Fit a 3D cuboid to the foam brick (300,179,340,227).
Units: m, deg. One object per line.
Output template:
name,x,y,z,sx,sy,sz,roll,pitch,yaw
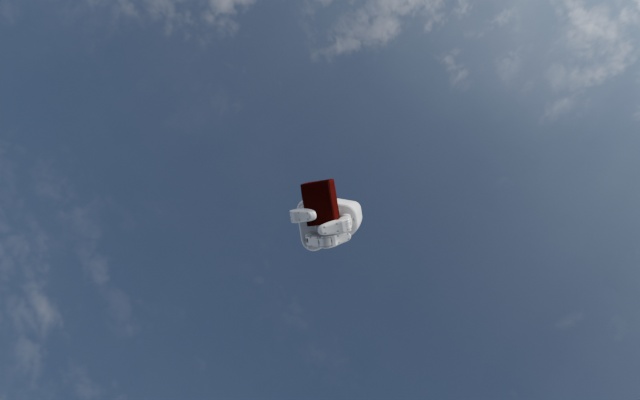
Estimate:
foam brick,0.000,0.002,0.848,0.053,0.078,0.051,-7,5,13
